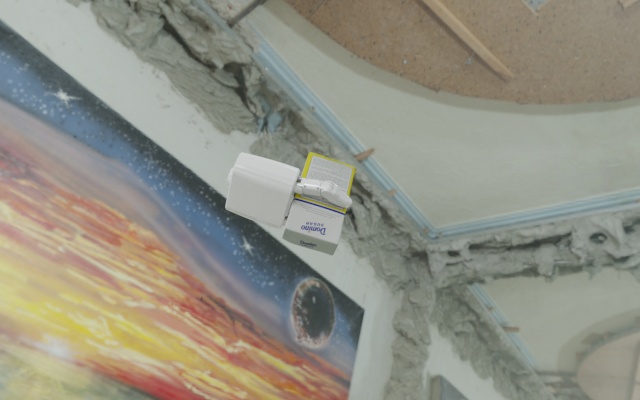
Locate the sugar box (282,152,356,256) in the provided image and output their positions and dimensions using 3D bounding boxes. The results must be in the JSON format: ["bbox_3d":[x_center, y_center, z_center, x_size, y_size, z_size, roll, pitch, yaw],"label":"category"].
[{"bbox_3d":[0.000,0.003,0.834,0.093,0.176,0.048,18,-35,-2],"label":"sugar box"}]
